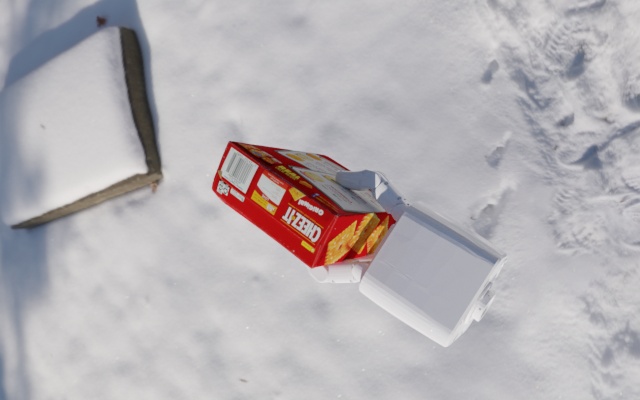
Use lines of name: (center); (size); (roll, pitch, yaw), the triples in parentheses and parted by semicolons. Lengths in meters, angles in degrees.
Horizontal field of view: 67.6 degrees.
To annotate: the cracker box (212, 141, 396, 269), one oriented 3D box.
cracker box: (0.000, 0.002, 0.584); (0.164, 0.072, 0.214); (34, 17, 27)
